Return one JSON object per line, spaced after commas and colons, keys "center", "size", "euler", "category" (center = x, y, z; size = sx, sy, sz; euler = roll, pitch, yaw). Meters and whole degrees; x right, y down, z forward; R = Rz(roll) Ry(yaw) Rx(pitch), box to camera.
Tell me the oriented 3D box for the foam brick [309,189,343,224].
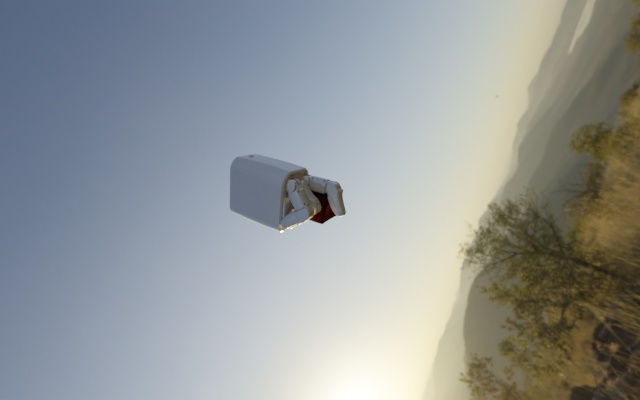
{"center": [0.000, 0.003, 0.849], "size": [0.051, 0.053, 0.078], "euler": [19, 16, 19], "category": "foam brick"}
